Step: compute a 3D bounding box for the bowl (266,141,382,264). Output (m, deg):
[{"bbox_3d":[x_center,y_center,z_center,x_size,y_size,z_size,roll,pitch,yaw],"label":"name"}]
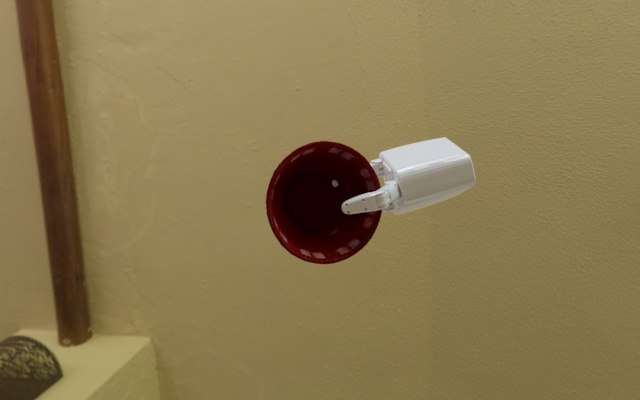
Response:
[{"bbox_3d":[-0.001,0.002,0.647,0.162,0.162,0.055,0,3,-19],"label":"bowl"}]
